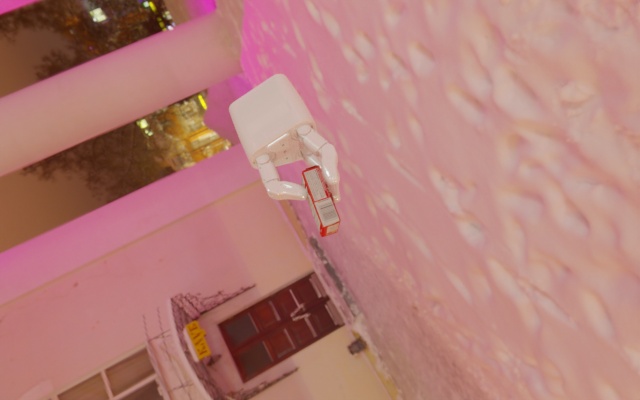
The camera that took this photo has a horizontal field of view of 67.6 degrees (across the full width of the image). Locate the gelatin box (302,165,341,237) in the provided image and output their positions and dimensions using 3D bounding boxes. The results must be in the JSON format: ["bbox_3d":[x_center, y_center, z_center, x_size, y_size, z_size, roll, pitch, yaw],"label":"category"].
[{"bbox_3d":[0.000,0.003,0.690,0.030,0.089,0.073,-19,-14,-7],"label":"gelatin box"}]
